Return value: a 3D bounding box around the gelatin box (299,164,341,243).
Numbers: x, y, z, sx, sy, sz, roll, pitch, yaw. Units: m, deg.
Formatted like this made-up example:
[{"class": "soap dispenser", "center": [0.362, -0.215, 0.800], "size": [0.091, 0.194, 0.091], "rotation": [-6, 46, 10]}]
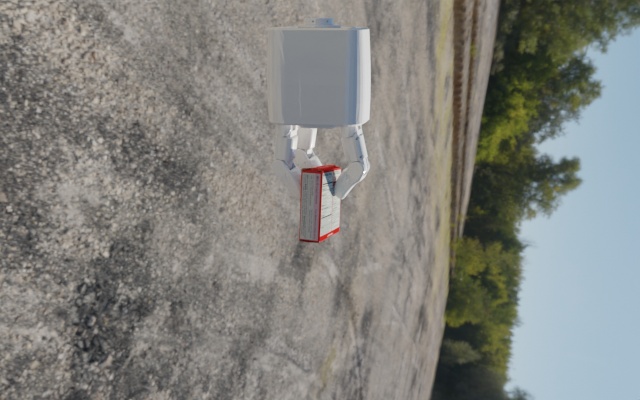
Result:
[{"class": "gelatin box", "center": [0.001, 0.002, 0.593], "size": [0.030, 0.089, 0.073], "rotation": [5, 9, 20]}]
